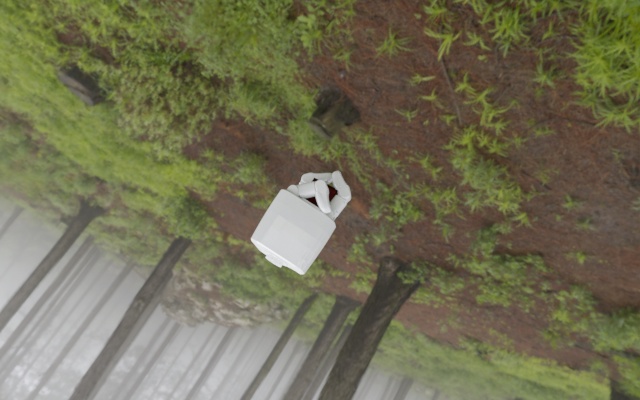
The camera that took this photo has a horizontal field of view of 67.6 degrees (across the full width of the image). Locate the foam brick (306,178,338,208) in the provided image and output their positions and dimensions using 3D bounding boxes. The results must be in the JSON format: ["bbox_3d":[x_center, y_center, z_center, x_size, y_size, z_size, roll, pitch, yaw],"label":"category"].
[{"bbox_3d":[0.000,0.003,0.891,0.053,0.051,0.078,28,-15,16],"label":"foam brick"}]
